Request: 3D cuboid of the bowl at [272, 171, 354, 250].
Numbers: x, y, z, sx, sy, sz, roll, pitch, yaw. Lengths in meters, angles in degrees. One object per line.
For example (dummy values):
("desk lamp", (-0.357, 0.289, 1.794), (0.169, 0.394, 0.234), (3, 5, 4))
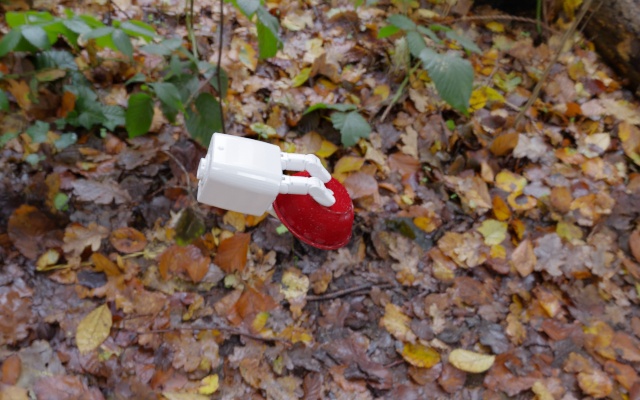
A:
("bowl", (0.001, 0.003, 0.808), (0.162, 0.162, 0.055), (0, -39, -42))
